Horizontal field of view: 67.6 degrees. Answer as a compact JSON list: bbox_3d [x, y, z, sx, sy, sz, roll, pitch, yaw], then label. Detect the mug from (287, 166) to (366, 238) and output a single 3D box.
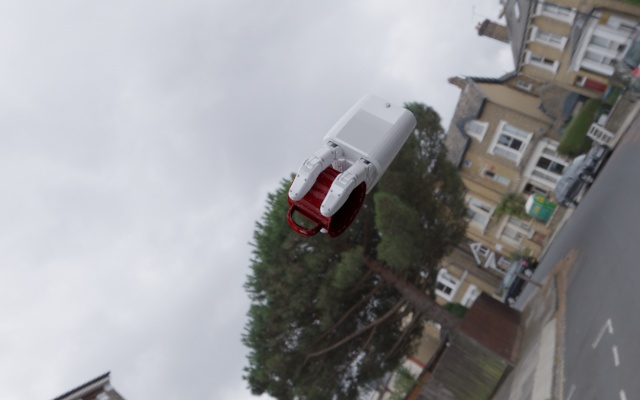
[{"bbox_3d":[-0.001,0.003,0.684,0.081,0.117,0.093,30,-26,23],"label":"mug"}]
